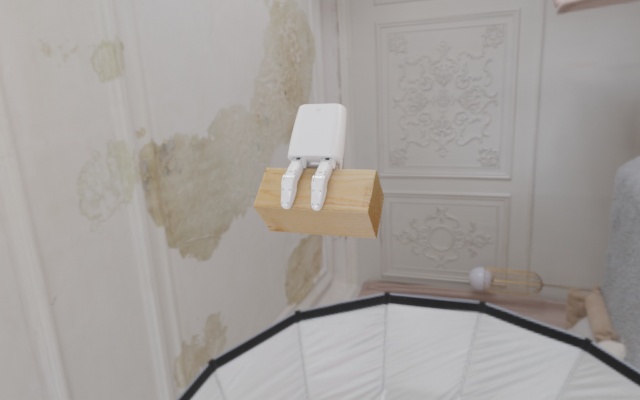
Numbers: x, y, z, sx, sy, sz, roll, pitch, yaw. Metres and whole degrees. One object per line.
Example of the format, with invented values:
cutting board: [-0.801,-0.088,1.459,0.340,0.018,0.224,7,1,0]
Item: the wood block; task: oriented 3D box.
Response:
wood block: [0.000,0.003,0.855,0.206,0.090,0.091,3,-32,20]
